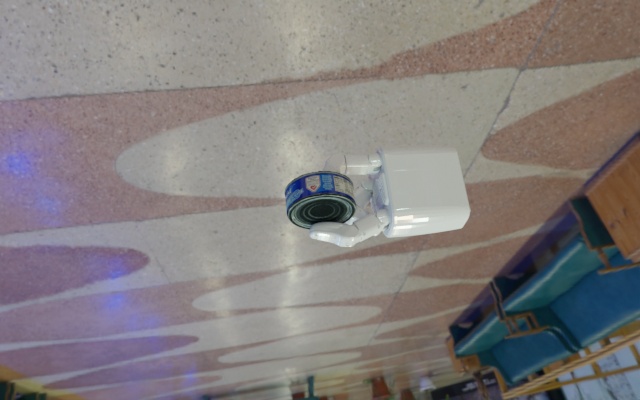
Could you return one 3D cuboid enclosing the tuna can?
[{"bbox_3d":[0.000,0.002,0.580,0.086,0.033,0.086,-5,-31,-3],"label":"tuna can"}]
